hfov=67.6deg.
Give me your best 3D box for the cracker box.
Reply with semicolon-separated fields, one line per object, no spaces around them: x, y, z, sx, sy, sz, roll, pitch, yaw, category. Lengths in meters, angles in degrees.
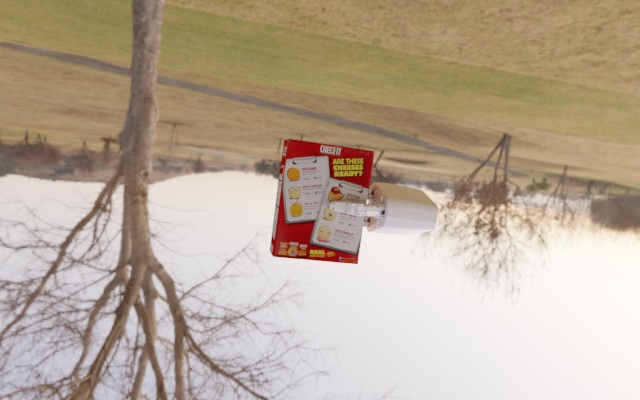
0.000;0.003;0.889;0.164;0.214;0.072;7;5;-14;cracker box
